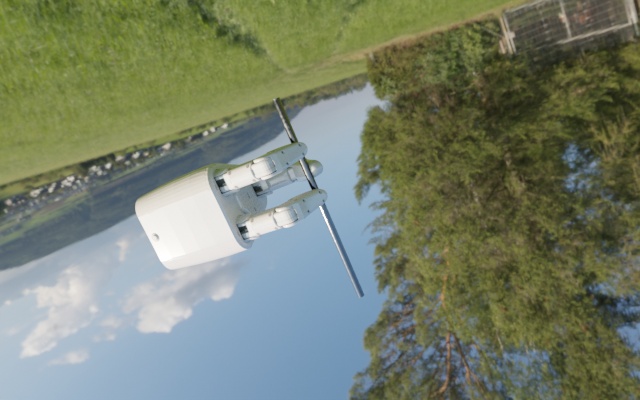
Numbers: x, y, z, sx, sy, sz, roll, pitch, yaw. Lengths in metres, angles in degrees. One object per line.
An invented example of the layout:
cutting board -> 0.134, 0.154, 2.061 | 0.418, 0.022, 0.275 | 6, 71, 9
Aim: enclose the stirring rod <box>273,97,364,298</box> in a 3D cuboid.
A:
stirring rod -> 0.000, 0.002, 0.523 | 0.011, 0.239, 0.011 | -22, 12, 5
